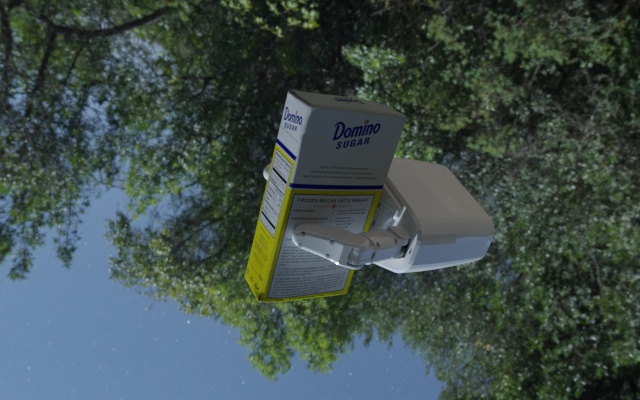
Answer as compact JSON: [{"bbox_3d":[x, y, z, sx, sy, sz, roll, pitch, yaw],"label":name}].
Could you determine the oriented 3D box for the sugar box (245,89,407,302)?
[{"bbox_3d":[0.000,0.001,0.403,0.093,0.176,0.048,1,26,-33],"label":"sugar box"}]
